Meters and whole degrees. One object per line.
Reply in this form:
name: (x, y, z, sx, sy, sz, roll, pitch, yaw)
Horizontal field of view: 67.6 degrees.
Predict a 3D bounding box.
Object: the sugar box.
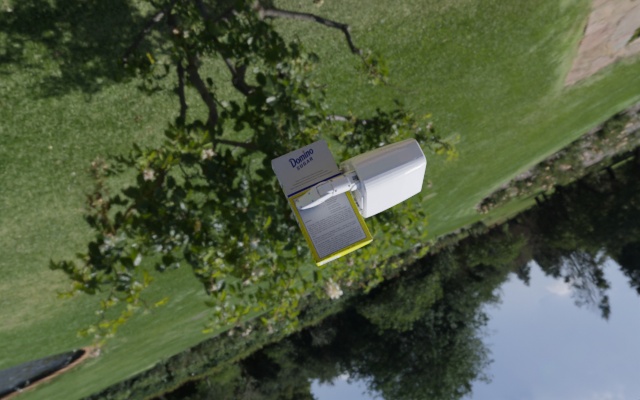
sugar box: (0.000, 0.003, 0.741, 0.093, 0.176, 0.048, -23, -12, -8)
